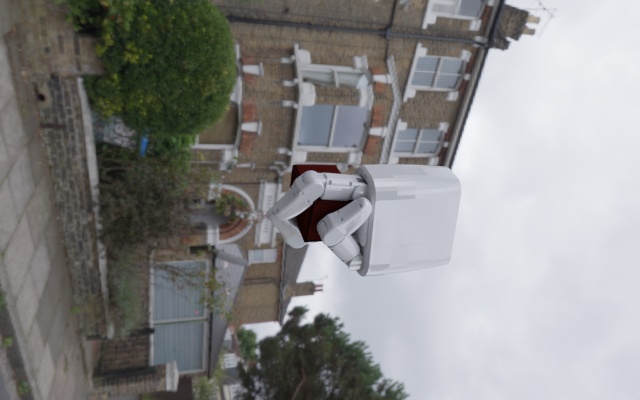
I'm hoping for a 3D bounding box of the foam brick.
[{"bbox_3d":[0.000,0.001,0.521,0.051,0.053,0.078,-3,36,-18],"label":"foam brick"}]
